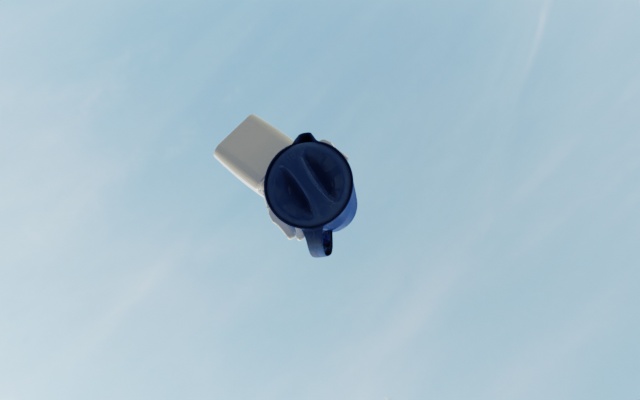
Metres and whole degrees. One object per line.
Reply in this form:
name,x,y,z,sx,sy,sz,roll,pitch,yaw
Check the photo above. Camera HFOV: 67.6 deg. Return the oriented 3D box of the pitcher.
pitcher,0.000,0.002,0.805,0.145,0.149,0.243,37,-1,13
